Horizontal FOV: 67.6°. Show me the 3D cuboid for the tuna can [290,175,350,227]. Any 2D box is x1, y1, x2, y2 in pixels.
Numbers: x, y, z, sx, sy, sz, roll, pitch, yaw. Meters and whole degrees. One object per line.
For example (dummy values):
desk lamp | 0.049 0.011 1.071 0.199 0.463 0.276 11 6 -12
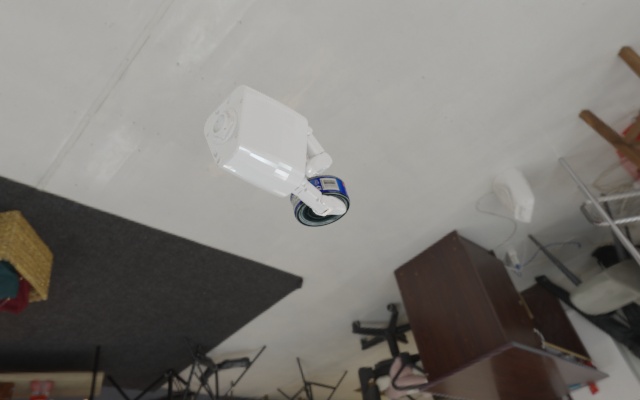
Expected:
tuna can | 0.000 0.003 0.708 0.086 0.033 0.086 -11 -35 -8
